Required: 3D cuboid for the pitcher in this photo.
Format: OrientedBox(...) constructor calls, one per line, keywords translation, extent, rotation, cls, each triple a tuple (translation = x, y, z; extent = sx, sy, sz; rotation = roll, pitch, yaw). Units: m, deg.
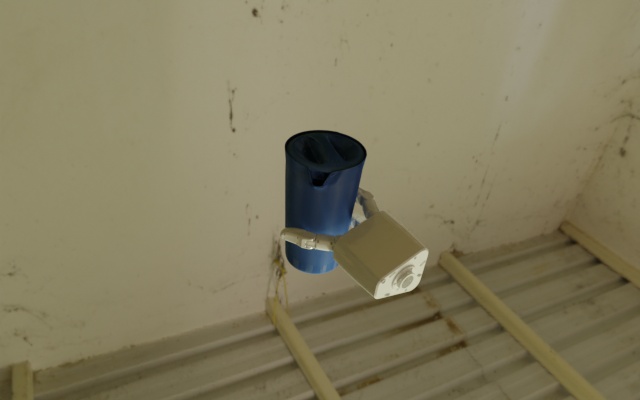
OrientedBox(translation=(0.000, 0.003, 0.844), extent=(0.149, 0.243, 0.145), rotation=(-21, 44, -33), cls="pitcher")
